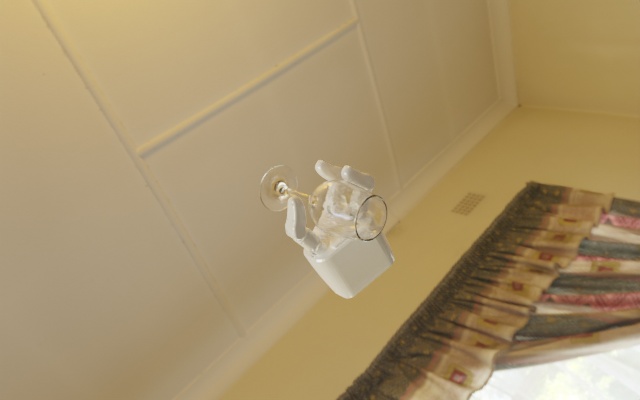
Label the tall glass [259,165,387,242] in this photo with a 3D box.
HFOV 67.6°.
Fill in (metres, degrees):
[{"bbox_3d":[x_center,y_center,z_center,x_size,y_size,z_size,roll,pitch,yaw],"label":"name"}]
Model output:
[{"bbox_3d":[0.000,0.002,0.686,0.079,0.079,0.201,0,12,-43],"label":"tall glass"}]
